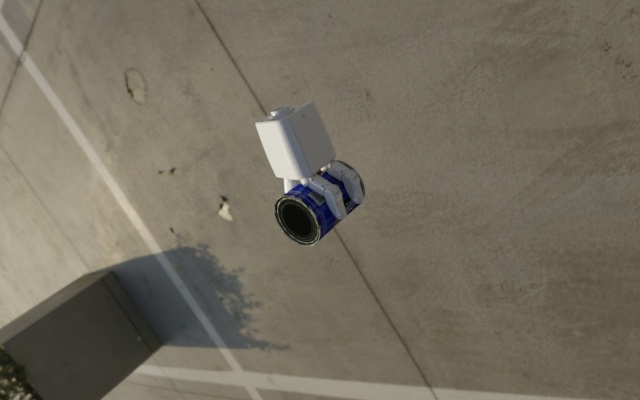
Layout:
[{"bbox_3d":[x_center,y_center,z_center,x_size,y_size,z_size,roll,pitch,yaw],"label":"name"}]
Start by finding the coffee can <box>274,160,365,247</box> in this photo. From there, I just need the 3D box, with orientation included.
[{"bbox_3d":[0.000,0.003,0.860,0.103,0.103,0.140,0,29,43],"label":"coffee can"}]
